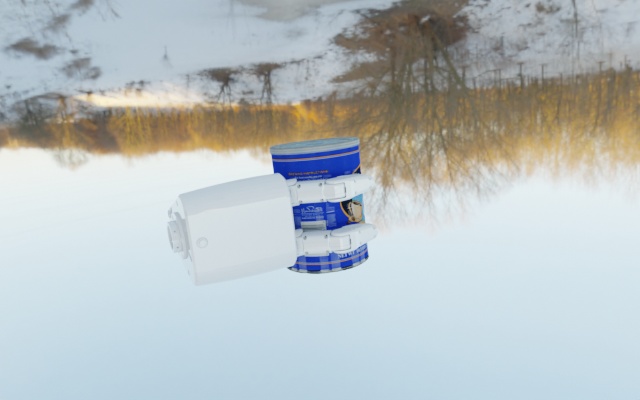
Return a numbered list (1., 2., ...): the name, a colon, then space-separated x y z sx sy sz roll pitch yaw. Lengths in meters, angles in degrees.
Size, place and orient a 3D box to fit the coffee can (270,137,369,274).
1. coffee can: 0.000 0.002 0.557 0.103 0.140 0.103 -6 11 1
